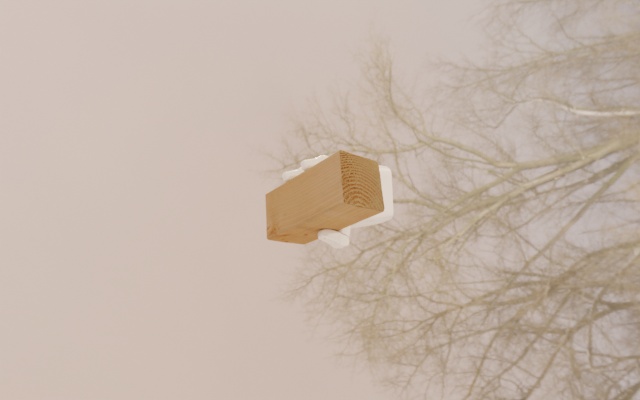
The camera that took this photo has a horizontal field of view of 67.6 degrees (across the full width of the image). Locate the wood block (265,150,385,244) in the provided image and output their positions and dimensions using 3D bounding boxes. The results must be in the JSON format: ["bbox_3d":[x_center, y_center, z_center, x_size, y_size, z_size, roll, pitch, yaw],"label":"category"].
[{"bbox_3d":[0.000,0.003,0.815,0.090,0.090,0.206,12,-27,-38],"label":"wood block"}]
